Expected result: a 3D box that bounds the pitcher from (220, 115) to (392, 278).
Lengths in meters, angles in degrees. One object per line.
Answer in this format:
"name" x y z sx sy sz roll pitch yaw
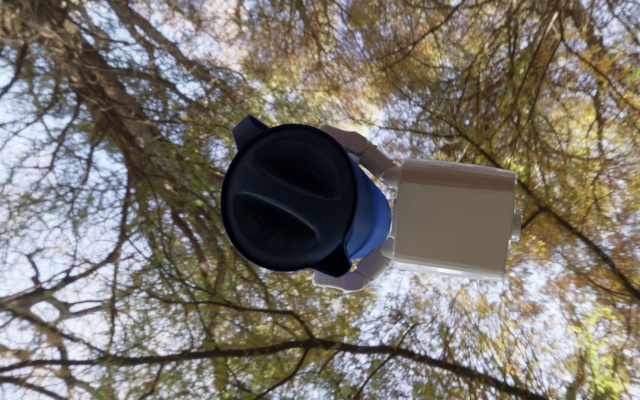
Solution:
"pitcher" 0.000 0.002 0.532 0.145 0.149 0.243 5 -5 19
